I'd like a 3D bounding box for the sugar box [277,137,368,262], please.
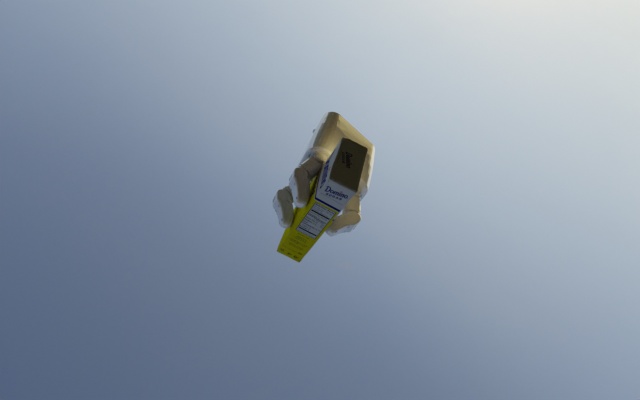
[{"bbox_3d":[0.000,0.002,0.665,0.048,0.093,0.176,26,-46,-7],"label":"sugar box"}]
